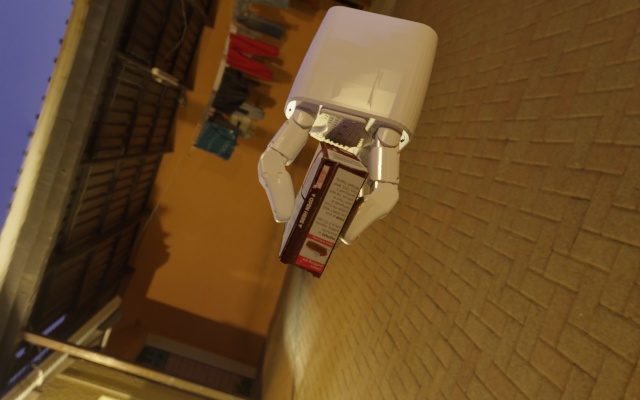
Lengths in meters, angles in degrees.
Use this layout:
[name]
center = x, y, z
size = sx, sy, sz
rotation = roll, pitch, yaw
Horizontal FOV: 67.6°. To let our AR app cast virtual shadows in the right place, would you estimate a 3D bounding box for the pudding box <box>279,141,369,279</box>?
[pudding box]
center = 0.000, 0.001, 0.401
size = 0.039, 0.090, 0.113
rotation = 22, 11, -5
